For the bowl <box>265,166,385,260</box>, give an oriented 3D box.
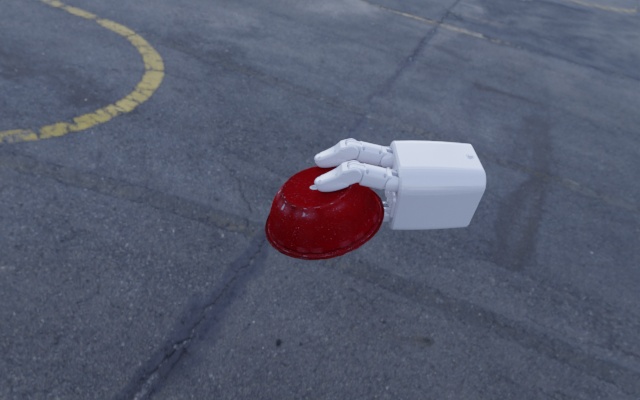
[{"bbox_3d":[-0.001,0.002,0.620,0.162,0.055,0.162,-9,37,7],"label":"bowl"}]
